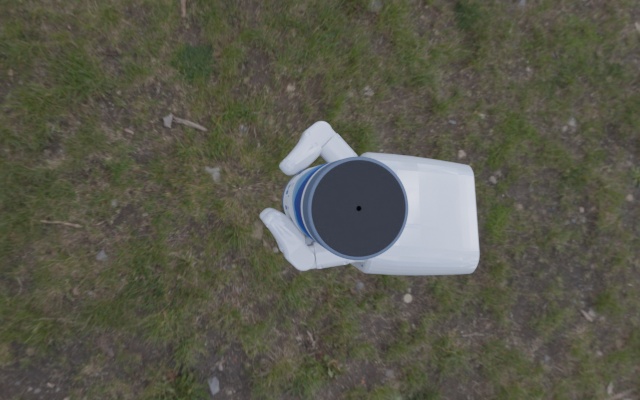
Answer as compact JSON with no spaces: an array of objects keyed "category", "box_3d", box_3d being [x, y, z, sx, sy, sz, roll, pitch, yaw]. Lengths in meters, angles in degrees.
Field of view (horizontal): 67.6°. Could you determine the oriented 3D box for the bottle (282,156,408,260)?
[{"category":"bottle","box_3d":[0.000,0.001,0.448,0.069,0.069,0.295,0,1,-10]}]
